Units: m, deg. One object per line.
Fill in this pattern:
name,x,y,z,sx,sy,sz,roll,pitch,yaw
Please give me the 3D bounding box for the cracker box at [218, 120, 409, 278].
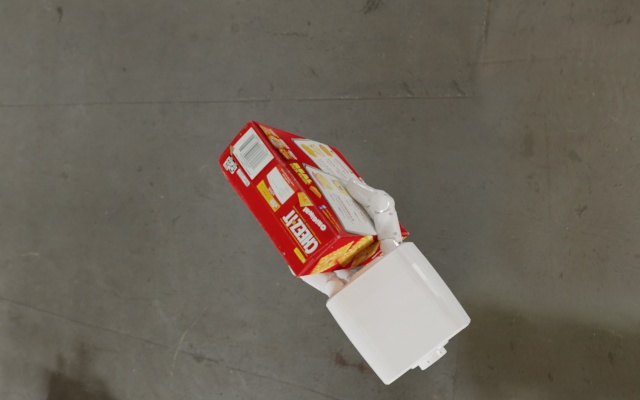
cracker box,0.000,0.002,0.573,0.072,0.164,0.214,-45,-21,18
